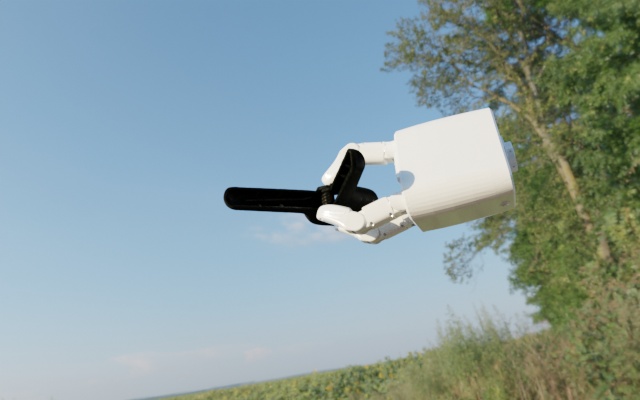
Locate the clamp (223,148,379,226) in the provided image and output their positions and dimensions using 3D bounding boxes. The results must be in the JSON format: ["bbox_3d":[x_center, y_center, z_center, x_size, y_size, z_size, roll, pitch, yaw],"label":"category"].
[{"bbox_3d":[0.000,0.001,0.565,0.164,0.036,0.210,-12,-19,19],"label":"clamp"}]
